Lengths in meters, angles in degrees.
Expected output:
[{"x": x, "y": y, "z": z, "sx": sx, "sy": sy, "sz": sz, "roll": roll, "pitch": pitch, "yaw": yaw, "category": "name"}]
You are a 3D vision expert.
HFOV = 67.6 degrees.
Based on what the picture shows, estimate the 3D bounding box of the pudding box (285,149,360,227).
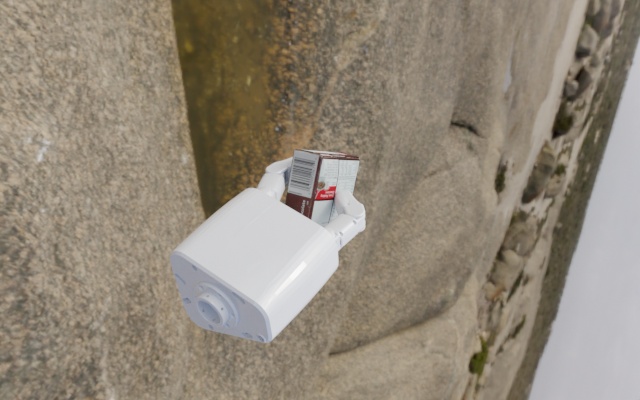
[{"x": 0.000, "y": 0.002, "z": 0.534, "sx": 0.039, "sy": 0.113, "sz": 0.090, "roll": 17, "pitch": 11, "yaw": 29, "category": "pudding box"}]
